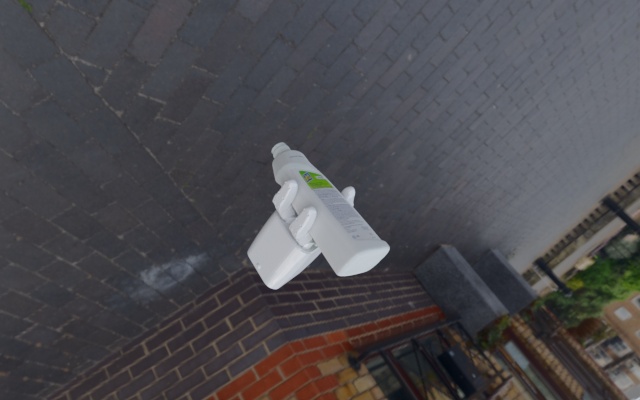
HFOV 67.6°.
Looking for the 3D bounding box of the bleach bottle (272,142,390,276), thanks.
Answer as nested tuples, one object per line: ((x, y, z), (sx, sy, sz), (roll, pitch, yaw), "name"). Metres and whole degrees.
((0.000, 0.003, 0.772), (0.102, 0.250, 0.068), (1, -43, -52), "bleach bottle")
